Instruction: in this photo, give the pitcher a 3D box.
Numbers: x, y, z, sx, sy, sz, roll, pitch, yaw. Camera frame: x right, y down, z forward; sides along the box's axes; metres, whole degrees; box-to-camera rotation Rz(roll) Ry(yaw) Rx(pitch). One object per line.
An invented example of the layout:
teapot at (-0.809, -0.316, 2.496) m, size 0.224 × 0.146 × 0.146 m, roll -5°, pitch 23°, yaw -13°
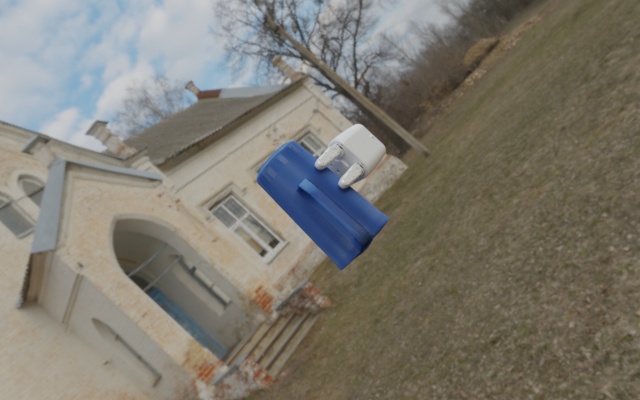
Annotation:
pitcher at (0.000, 0.003, 0.887) m, size 0.145 × 0.243 × 0.149 m, roll -44°, pitch -4°, yaw -48°
